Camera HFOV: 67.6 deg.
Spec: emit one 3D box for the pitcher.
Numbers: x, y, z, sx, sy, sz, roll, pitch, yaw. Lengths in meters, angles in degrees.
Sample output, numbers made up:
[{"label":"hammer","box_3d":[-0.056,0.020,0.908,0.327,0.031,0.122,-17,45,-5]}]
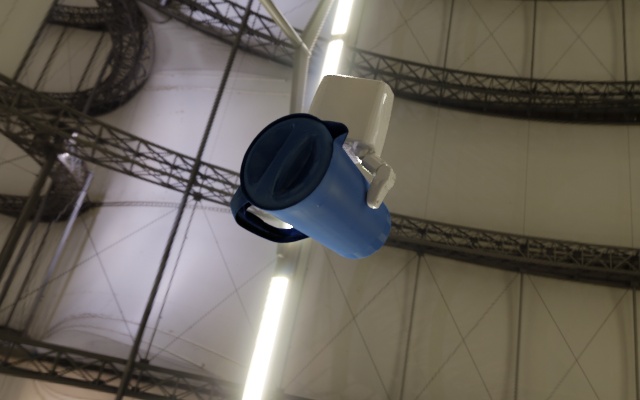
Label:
[{"label":"pitcher","box_3d":[0.000,0.002,0.668,0.149,0.145,0.243,6,-21,32]}]
